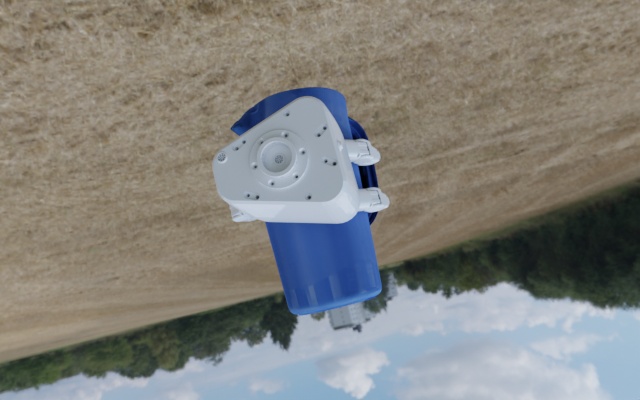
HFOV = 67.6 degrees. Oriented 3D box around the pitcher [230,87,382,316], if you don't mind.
[{"bbox_3d":[0.000,0.002,0.563,0.149,0.242,0.145,-15,-10,6],"label":"pitcher"}]
